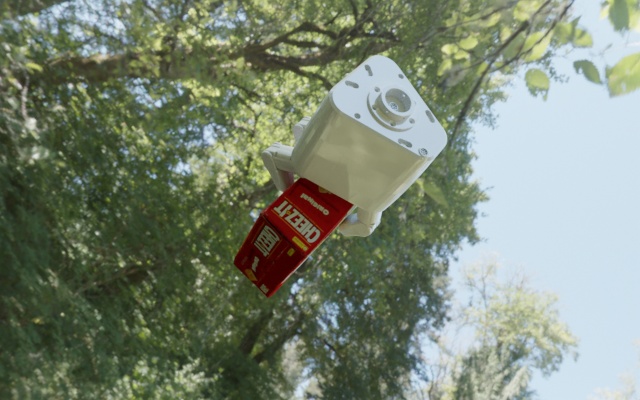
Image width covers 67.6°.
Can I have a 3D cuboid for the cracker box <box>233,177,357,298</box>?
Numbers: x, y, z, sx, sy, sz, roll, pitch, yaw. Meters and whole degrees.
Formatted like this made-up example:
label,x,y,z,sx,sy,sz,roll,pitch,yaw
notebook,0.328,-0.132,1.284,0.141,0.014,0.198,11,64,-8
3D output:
label,x,y,z,sx,sy,sz,roll,pitch,yaw
cracker box,0.000,0.002,0.580,0.213,0.072,0.164,-45,-4,-32
